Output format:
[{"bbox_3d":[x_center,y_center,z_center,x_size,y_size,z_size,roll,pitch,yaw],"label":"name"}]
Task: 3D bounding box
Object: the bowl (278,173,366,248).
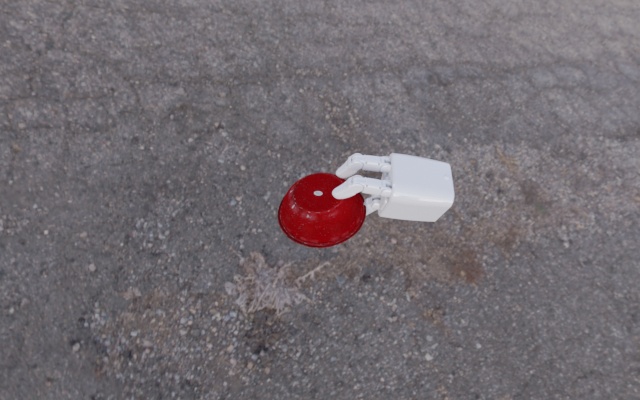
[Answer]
[{"bbox_3d":[-0.001,0.003,0.844,0.162,0.162,0.055,0,-40,7],"label":"bowl"}]
